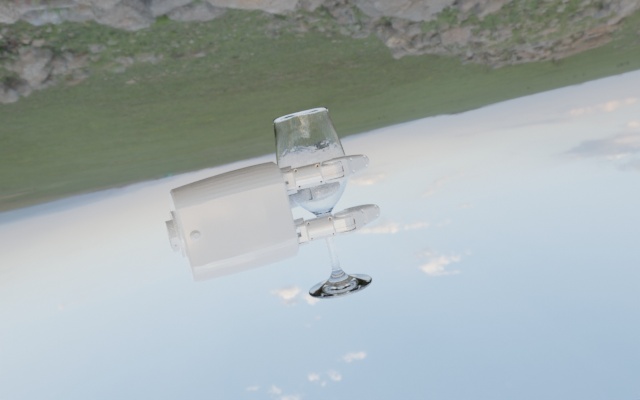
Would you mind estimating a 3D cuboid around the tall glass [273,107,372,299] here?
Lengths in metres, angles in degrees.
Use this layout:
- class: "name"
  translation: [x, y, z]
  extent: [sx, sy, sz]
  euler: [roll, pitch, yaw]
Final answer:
- class: "tall glass"
  translation: [0.000, 0.002, 0.532]
  extent: [0.079, 0.201, 0.079]
  euler: [-13, 7, 1]
